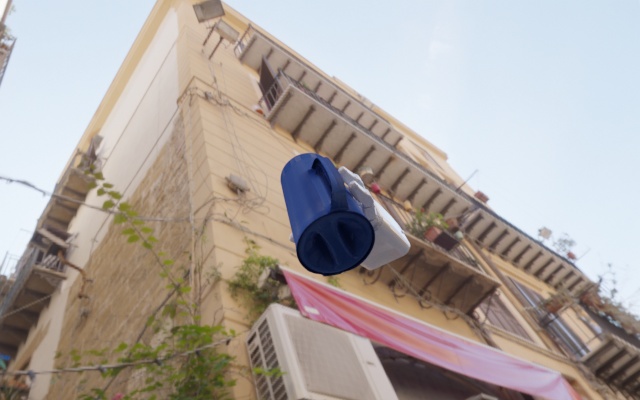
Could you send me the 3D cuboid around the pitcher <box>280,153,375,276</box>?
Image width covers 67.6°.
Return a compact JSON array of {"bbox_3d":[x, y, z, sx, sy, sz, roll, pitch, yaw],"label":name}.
[{"bbox_3d":[0.000,0.003,0.864,0.145,0.149,0.242,39,16,-33],"label":"pitcher"}]
